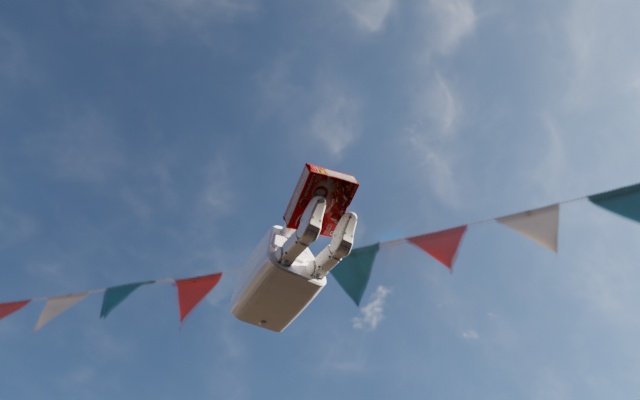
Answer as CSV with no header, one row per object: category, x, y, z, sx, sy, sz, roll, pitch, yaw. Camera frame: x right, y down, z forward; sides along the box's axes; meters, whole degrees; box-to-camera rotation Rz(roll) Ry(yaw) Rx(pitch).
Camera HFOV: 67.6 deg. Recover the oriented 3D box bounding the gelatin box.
gelatin box,0.000,0.002,0.637,0.073,0.089,0.030,14,23,-23
